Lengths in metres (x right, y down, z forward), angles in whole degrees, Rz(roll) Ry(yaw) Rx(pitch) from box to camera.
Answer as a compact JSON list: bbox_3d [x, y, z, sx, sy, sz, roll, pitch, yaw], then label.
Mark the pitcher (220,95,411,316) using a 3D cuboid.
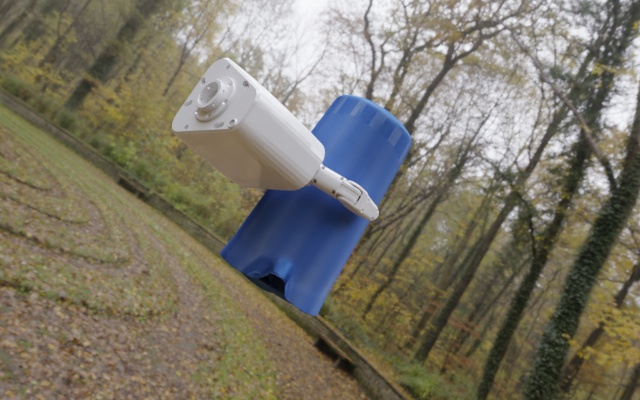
[{"bbox_3d":[0.000,0.002,0.574,0.149,0.243,0.145,28,-8,43],"label":"pitcher"}]
